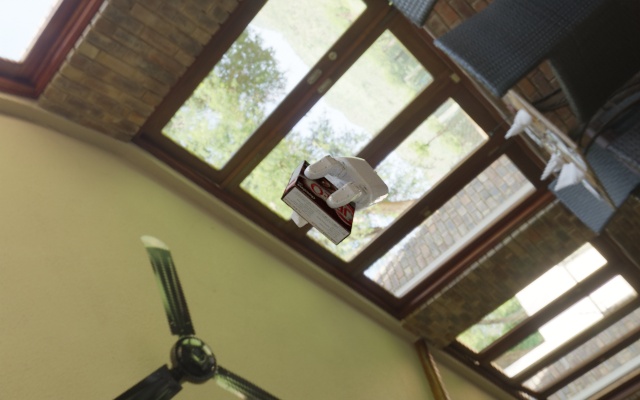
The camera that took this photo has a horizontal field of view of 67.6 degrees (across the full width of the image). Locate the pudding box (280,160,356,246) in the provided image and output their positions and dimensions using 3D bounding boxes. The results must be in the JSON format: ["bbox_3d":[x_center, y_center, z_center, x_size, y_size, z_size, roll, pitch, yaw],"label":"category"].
[{"bbox_3d":[0.000,0.002,0.717,0.113,0.039,0.090,39,26,-12],"label":"pudding box"}]
